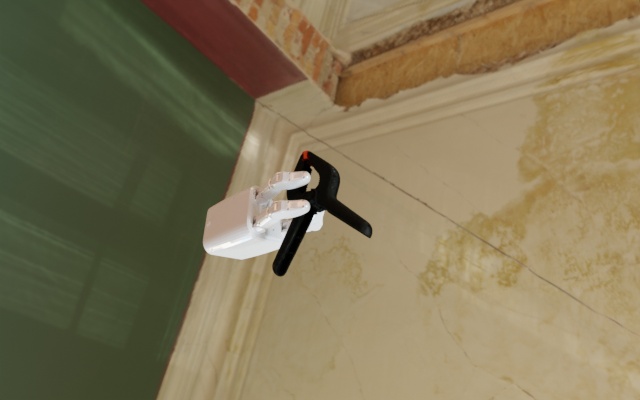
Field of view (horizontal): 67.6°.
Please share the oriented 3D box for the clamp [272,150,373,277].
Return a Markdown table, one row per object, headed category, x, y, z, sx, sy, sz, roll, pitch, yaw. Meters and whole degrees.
| category | x | y | z | sx | sy | sz | roll | pitch | yaw |
| --- | --- | --- | --- | --- | --- | --- | --- | --- | --- |
| clamp | 0.000 | 0.002 | 0.731 | 0.164 | 0.209 | 0.036 | -20 | -40 | 25 |
